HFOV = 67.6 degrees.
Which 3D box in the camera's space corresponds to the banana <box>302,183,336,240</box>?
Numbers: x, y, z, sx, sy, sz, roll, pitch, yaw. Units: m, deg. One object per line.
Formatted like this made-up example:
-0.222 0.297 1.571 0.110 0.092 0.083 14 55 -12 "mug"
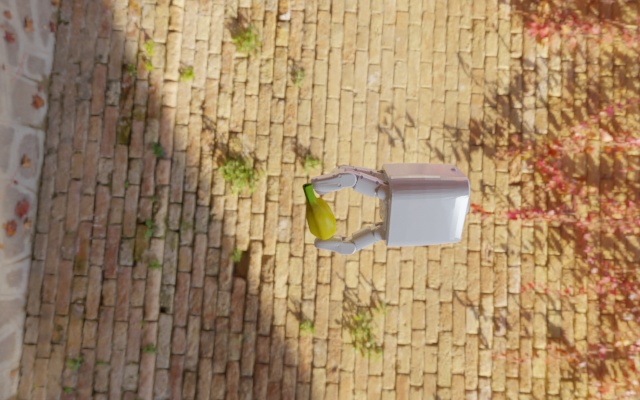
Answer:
0.002 0.020 0.664 0.037 0.069 0.198 -6 -6 1 "banana"
